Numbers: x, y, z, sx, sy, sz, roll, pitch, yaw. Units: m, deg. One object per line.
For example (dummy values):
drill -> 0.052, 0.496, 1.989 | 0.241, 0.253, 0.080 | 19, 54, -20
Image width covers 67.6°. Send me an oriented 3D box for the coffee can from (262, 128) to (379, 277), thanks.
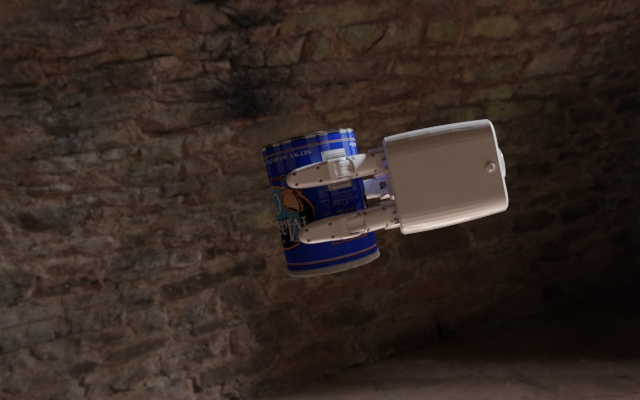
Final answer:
coffee can -> 0.000, 0.002, 0.522 | 0.103, 0.140, 0.103 | -12, 2, 0
